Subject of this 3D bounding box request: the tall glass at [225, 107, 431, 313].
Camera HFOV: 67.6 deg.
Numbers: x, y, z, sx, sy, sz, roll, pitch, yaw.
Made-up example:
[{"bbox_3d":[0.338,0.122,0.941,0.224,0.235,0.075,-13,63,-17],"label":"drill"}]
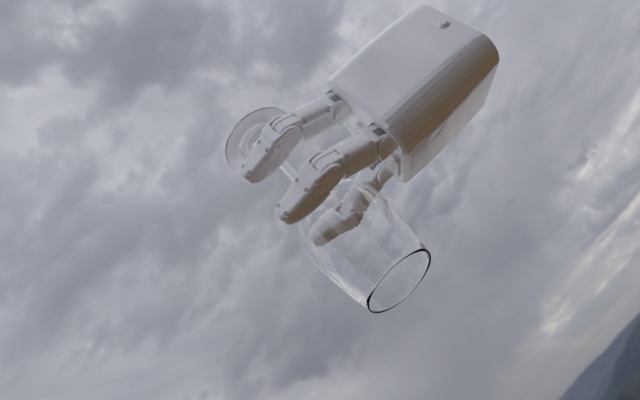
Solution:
[{"bbox_3d":[0.000,0.001,0.401,0.079,0.079,0.201,0,36,-46],"label":"tall glass"}]
